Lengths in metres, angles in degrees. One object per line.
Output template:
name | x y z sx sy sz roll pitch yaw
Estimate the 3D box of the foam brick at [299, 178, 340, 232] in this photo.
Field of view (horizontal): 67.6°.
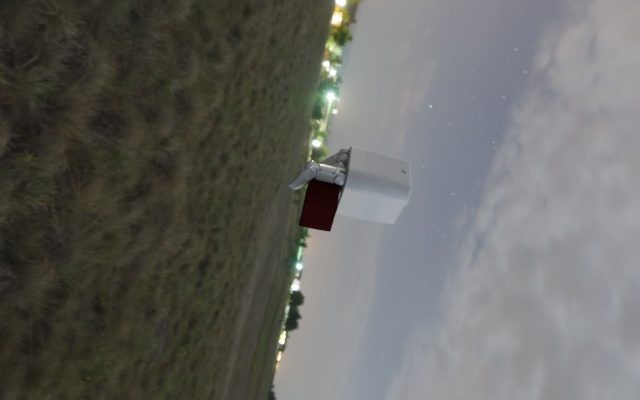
foam brick | 0.000 0.003 0.761 0.051 0.053 0.078 14 40 -3
